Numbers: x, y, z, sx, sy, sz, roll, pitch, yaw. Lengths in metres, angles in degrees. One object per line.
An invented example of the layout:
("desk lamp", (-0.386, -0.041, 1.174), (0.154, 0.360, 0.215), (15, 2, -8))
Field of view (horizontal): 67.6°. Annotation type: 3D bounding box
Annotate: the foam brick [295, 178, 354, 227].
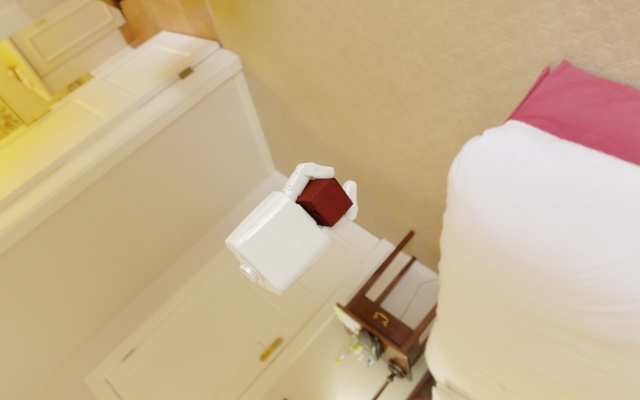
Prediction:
("foam brick", (0.000, 0.002, 0.707), (0.051, 0.053, 0.078), (-46, 20, -20))
